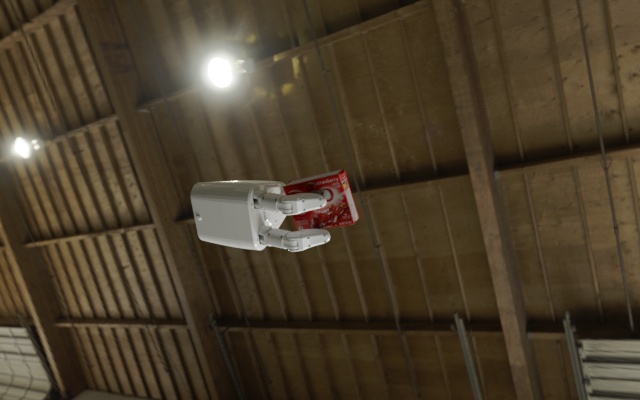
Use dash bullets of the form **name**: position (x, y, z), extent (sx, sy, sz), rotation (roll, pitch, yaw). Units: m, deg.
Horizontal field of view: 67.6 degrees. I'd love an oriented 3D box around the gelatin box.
- **gelatin box**: position (0.001, 0.002, 0.662), extent (0.089, 0.073, 0.030), rotation (-11, 15, 25)
